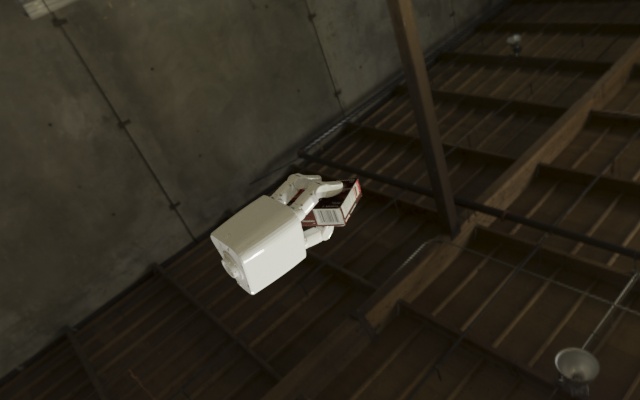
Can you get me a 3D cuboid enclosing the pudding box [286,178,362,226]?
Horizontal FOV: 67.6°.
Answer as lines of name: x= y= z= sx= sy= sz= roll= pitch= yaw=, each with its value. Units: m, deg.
pudding box: x=0.000 y=0.003 z=0.775 sx=0.113 sy=0.039 sz=0.090 roll=0 pitch=34 yaw=26
